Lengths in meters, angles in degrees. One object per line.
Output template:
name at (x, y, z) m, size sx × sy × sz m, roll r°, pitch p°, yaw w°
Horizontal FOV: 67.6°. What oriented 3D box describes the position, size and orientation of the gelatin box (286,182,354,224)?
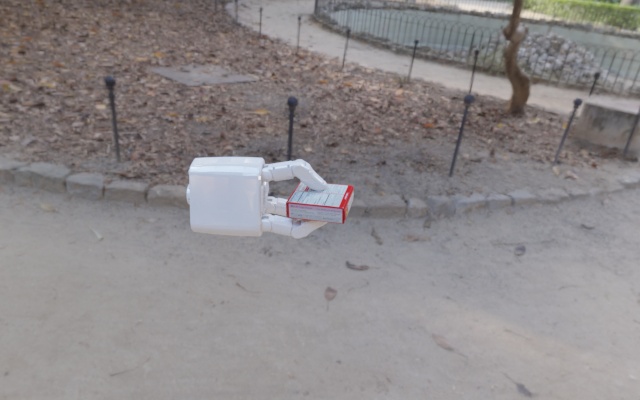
gelatin box at (0.000, 0.002, 0.719) m, size 0.089 × 0.030 × 0.073 m, roll 5°, pitch 29°, yaw 13°
